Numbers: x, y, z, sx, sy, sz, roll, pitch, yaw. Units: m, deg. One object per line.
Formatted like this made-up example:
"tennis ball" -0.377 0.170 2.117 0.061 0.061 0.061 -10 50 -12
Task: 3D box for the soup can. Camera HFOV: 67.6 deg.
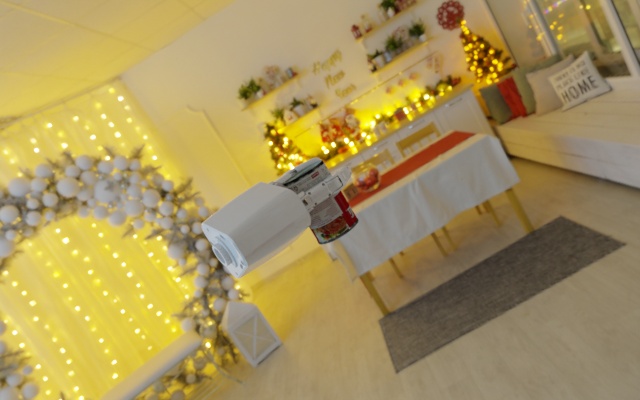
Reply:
"soup can" 0.000 0.002 0.681 0.068 0.102 0.068 -30 10 6
